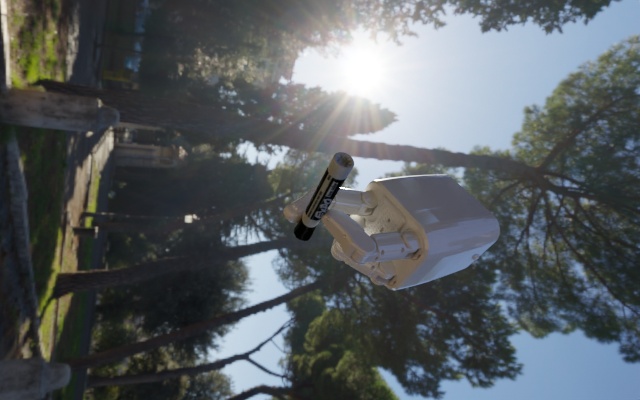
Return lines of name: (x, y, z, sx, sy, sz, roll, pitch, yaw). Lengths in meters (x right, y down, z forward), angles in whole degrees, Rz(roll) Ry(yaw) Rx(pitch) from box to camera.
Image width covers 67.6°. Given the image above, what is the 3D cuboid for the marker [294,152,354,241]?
marker: (0.000, 0.001, 0.439, 0.020, 0.020, 0.121, 0, -35, -23)
